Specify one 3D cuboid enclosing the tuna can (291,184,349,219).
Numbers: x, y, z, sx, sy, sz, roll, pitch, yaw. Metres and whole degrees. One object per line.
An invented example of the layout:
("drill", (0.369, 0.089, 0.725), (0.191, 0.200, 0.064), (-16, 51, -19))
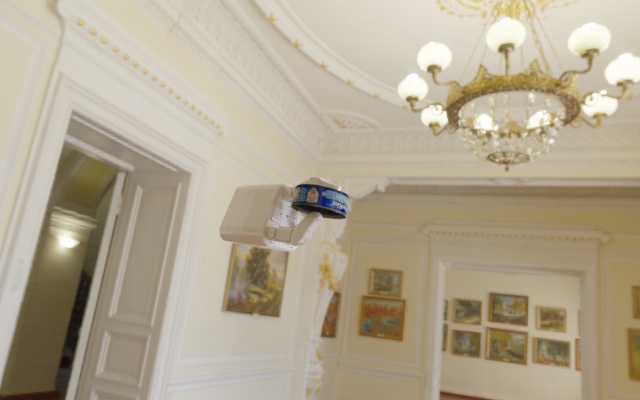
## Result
("tuna can", (0.000, 0.002, 0.728), (0.086, 0.033, 0.086), (11, -11, 2))
